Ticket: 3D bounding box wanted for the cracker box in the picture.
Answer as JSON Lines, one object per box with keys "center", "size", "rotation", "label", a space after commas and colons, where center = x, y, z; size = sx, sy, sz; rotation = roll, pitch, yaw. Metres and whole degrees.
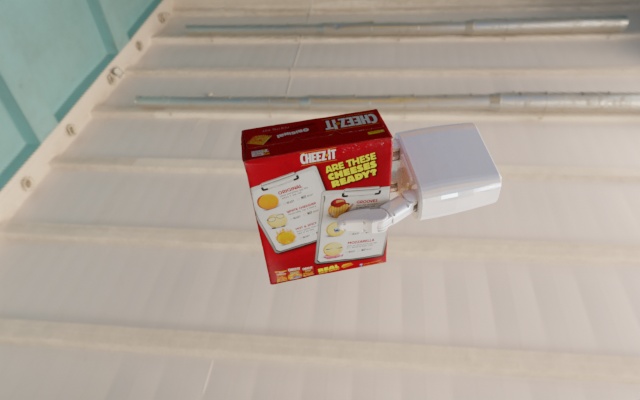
{"center": [0.000, 0.002, 0.597], "size": [0.164, 0.214, 0.072], "rotation": [-10, 43, -5], "label": "cracker box"}
